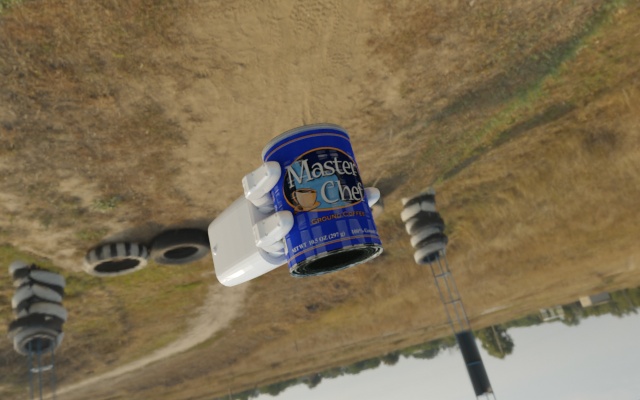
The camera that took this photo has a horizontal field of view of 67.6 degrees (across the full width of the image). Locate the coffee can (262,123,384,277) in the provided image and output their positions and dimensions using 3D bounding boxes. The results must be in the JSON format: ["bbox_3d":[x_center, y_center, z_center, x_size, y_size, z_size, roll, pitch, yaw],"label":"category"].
[{"bbox_3d":[0.000,0.002,0.524,0.103,0.140,0.103,-14,-18,-5],"label":"coffee can"}]
